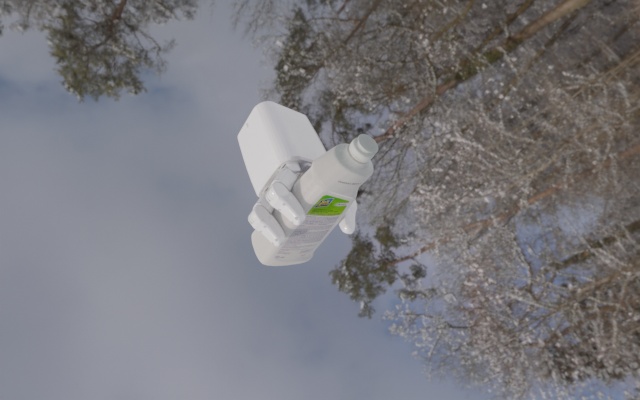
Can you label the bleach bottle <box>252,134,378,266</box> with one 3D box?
[{"bbox_3d":[0.000,0.002,0.646,0.102,0.068,0.251,-3,-32,-38],"label":"bleach bottle"}]
